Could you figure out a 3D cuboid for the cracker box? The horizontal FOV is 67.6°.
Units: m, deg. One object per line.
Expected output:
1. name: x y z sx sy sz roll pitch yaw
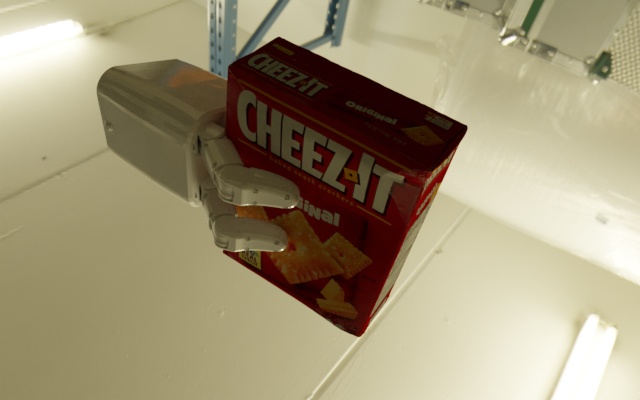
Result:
1. cracker box: 0.000 0.001 0.401 0.164 0.214 0.072 30 48 16
